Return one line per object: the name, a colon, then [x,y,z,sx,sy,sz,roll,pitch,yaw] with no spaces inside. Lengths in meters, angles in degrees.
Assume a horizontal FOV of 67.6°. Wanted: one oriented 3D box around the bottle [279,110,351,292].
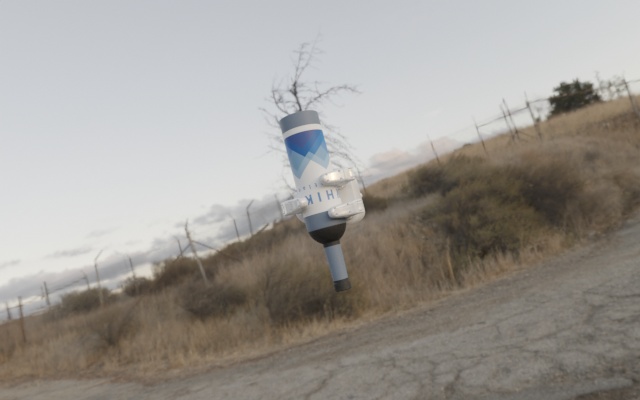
bottle: [0.000,0.002,0.785,0.069,0.295,0.069,-15,-5,-1]
